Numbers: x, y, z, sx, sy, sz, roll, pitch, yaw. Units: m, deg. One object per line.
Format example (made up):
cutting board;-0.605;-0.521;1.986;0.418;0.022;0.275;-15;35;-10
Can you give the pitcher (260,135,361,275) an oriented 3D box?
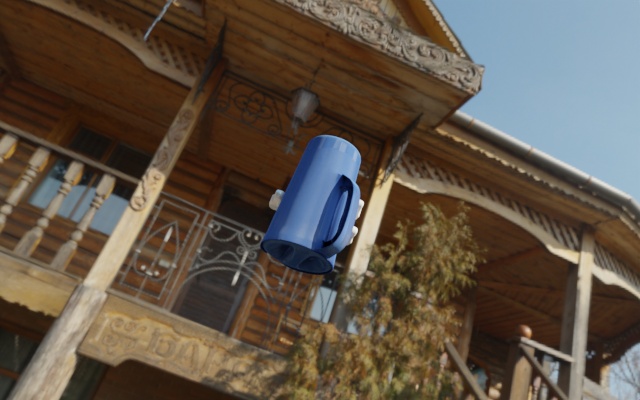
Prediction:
pitcher;0.000;0.003;0.868;0.149;0.242;0.145;16;-26;8
